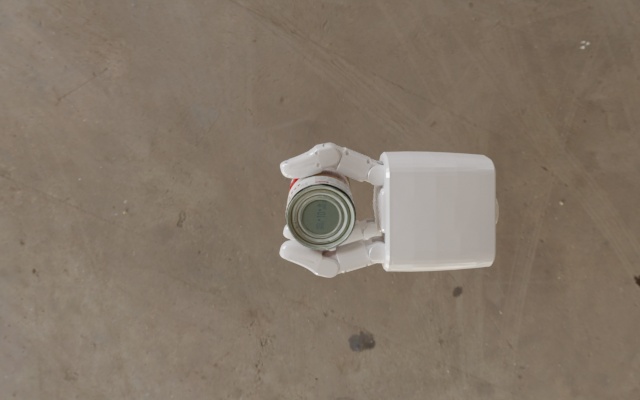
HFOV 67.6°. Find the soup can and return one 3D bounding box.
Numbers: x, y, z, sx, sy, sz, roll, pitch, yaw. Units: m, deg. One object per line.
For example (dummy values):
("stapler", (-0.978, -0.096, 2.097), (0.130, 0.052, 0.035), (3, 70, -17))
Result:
("soup can", (0.000, 0.002, 0.490), (0.068, 0.068, 0.102), (0, 18, -1))
